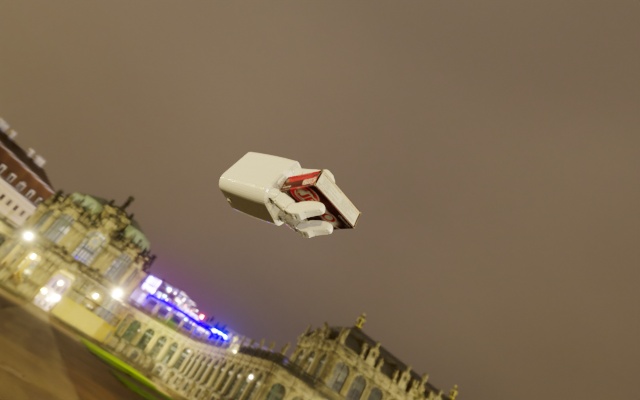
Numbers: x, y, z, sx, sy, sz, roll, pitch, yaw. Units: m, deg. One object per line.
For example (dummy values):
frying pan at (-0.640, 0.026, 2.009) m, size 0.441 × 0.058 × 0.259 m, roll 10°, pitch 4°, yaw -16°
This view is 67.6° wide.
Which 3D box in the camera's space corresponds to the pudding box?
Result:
pudding box at (0.000, 0.002, 0.800) m, size 0.090 × 0.039 × 0.113 m, roll -7°, pitch -43°, yaw 48°
